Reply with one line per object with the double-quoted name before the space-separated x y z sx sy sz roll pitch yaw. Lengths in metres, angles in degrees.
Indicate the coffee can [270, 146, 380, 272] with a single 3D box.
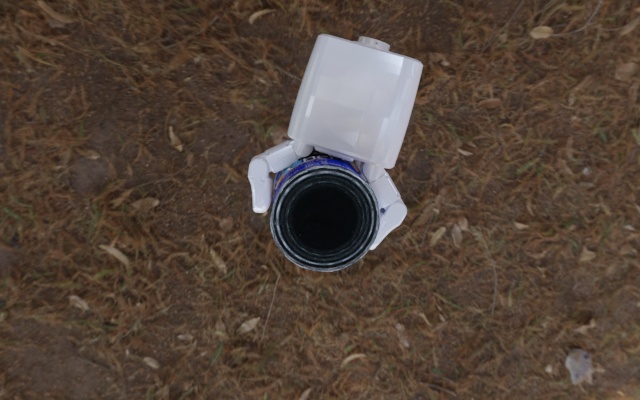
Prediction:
"coffee can" 0.000 0.002 0.505 0.103 0.103 0.140 0 14 -4
